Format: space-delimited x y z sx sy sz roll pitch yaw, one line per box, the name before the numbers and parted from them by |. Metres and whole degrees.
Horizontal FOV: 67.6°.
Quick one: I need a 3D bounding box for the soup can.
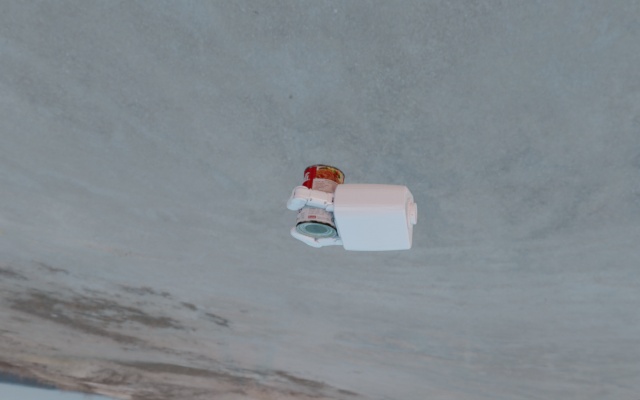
soup can | 0.000 0.003 0.766 0.068 0.102 0.068 7 -25 3
